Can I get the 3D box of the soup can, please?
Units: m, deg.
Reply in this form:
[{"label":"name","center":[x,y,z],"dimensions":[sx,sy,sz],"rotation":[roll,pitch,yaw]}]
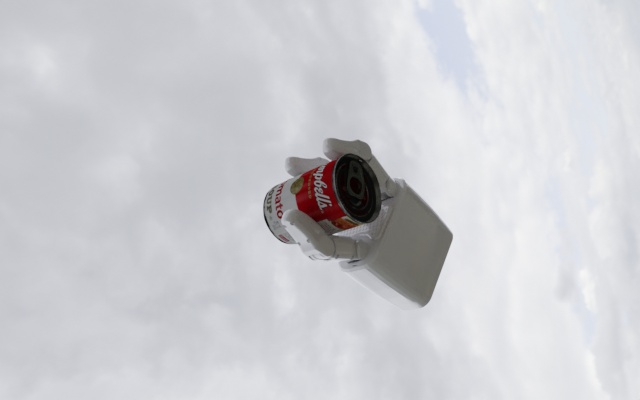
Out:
[{"label":"soup can","center":[0.000,0.001,0.474],"dimensions":[0.102,0.068,0.068],"rotation":[-20,-13,41]}]
